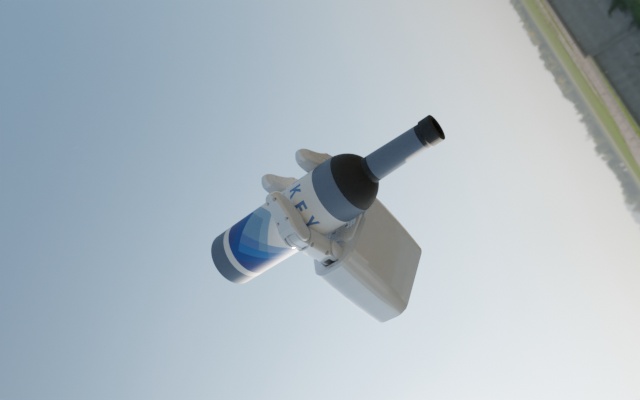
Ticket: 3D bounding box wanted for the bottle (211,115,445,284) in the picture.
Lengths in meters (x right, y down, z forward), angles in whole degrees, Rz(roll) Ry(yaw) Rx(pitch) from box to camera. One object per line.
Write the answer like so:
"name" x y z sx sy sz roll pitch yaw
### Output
"bottle" 0.000 0.002 0.512 0.296 0.069 0.069 -33 -18 30
